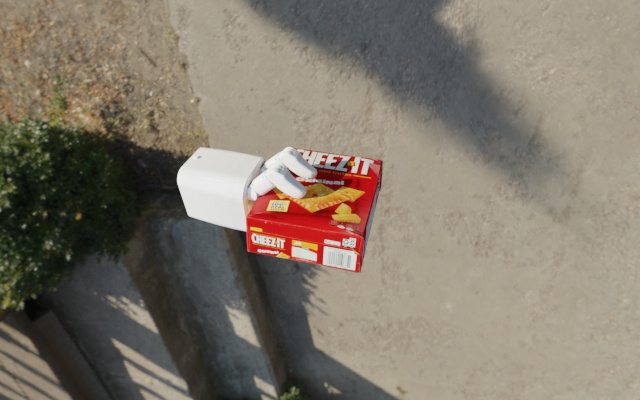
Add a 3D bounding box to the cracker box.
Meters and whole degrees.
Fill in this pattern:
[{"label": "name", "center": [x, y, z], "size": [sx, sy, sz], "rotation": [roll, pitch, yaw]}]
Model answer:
[{"label": "cracker box", "center": [0.000, 0.003, 0.724], "size": [0.164, 0.072, 0.213], "rotation": [10, 35, 9]}]
